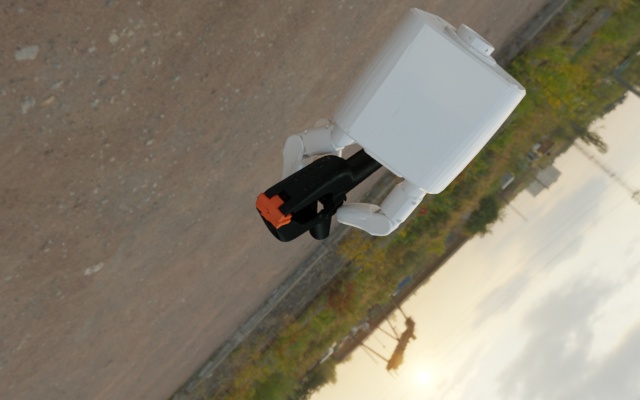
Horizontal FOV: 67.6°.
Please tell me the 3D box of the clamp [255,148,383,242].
[{"bbox_3d":[0.000,0.002,0.464,0.036,0.165,0.210,45,30,14],"label":"clamp"}]
